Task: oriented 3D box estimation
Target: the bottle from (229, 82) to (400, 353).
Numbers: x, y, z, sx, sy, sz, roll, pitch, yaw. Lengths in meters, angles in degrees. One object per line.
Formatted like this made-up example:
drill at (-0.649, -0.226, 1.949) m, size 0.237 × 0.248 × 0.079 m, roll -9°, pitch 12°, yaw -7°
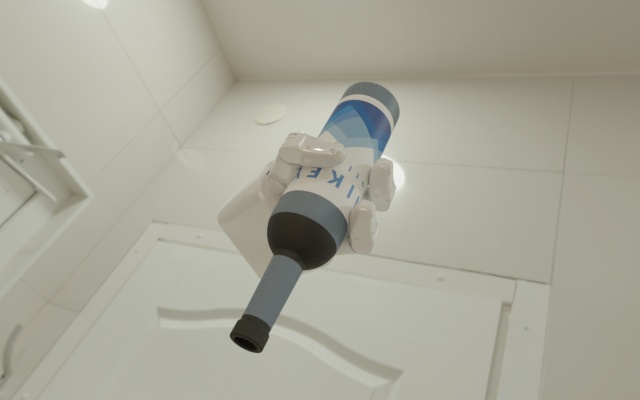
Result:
bottle at (0.000, 0.001, 0.439) m, size 0.069 × 0.295 × 0.069 m, roll 17°, pitch -38°, yaw 14°
